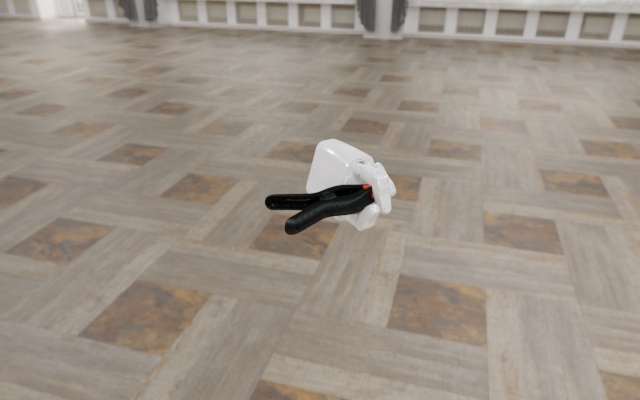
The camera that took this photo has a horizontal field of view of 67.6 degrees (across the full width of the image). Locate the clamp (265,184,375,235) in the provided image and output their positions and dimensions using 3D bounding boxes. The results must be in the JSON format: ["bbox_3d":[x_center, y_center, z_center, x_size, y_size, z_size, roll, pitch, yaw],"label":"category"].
[{"bbox_3d":[0.000,0.002,0.732,0.171,0.039,0.120,-14,30,-27],"label":"clamp"}]
